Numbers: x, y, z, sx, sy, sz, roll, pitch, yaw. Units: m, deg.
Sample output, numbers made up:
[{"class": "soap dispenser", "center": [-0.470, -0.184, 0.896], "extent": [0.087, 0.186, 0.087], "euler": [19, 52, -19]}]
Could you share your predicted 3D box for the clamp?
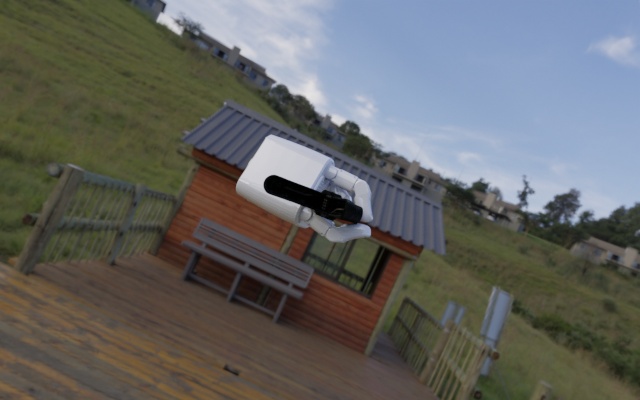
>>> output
[{"class": "clamp", "center": [0.000, 0.002, 0.625], "extent": [0.120, 0.039, 0.171], "euler": [25, -2, 14]}]
